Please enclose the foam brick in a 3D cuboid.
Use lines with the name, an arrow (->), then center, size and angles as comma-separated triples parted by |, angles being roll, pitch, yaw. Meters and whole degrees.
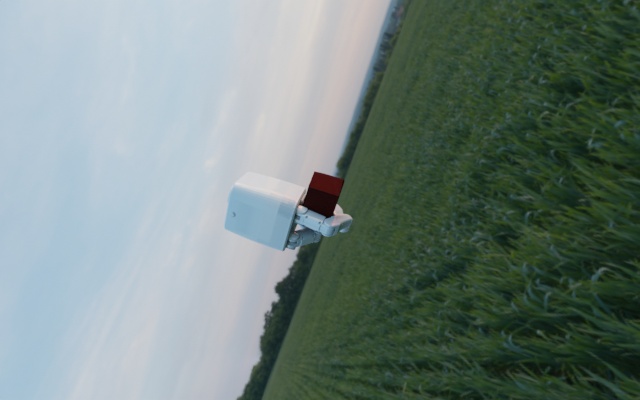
foam brick -> 0.000, 0.002, 0.764 | 0.051, 0.078, 0.053 | 19, 34, 1
